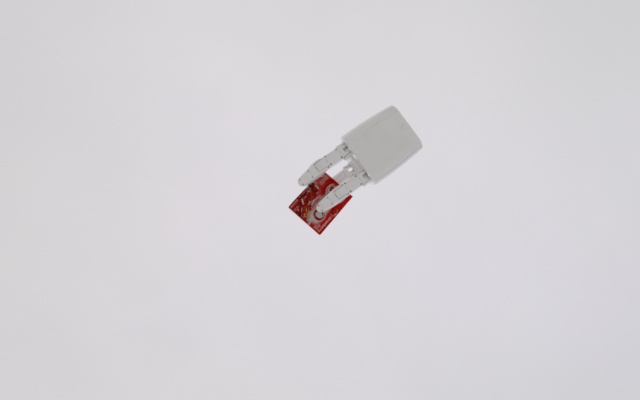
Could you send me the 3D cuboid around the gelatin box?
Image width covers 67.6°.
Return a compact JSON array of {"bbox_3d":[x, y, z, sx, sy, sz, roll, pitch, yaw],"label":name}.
[{"bbox_3d":[0.000,0.003,0.819,0.073,0.089,0.030,42,-4,-2],"label":"gelatin box"}]
